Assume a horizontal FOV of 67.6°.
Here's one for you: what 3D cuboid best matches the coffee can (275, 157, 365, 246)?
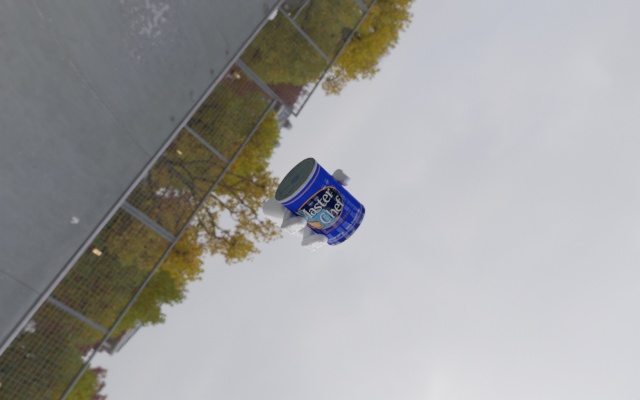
[{"bbox_3d":[0.000,0.003,0.894,0.140,0.102,0.103,42,-19,-23],"label":"coffee can"}]
